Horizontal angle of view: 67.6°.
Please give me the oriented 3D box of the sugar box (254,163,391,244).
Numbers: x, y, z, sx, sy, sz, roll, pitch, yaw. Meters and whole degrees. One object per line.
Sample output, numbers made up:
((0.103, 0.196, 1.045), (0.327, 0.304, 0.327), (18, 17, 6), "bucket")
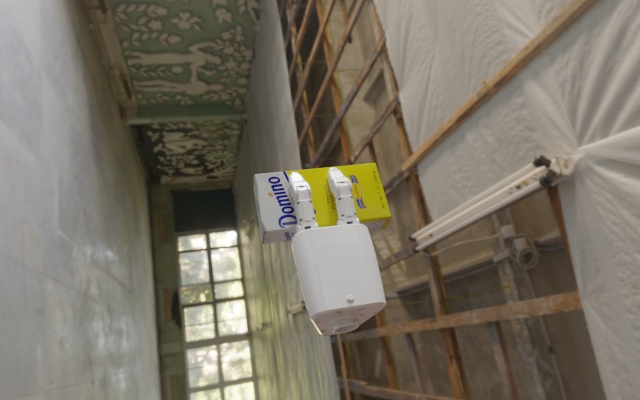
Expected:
((0.000, 0.002, 0.664), (0.176, 0.093, 0.048), (-6, -29, -14), "sugar box")
